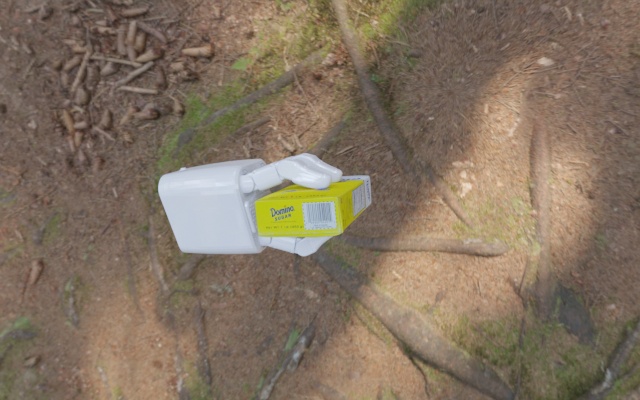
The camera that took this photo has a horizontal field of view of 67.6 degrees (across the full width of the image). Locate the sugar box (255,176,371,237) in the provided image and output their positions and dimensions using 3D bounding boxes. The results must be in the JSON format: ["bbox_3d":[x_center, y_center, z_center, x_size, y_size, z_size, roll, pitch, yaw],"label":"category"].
[{"bbox_3d":[0.000,0.001,0.567,0.093,0.048,0.176,-2,12,16],"label":"sugar box"}]
